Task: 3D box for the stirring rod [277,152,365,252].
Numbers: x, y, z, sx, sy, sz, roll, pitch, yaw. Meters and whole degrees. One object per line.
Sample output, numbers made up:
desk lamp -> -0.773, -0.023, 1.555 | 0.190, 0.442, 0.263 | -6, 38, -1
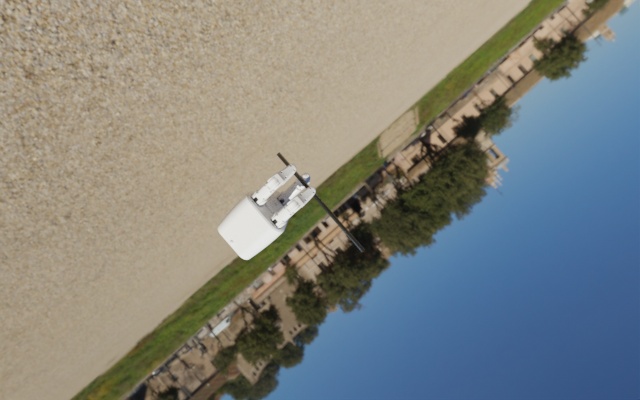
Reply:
stirring rod -> 0.000, 0.003, 0.888 | 0.011, 0.239, 0.011 | -41, -1, -1
